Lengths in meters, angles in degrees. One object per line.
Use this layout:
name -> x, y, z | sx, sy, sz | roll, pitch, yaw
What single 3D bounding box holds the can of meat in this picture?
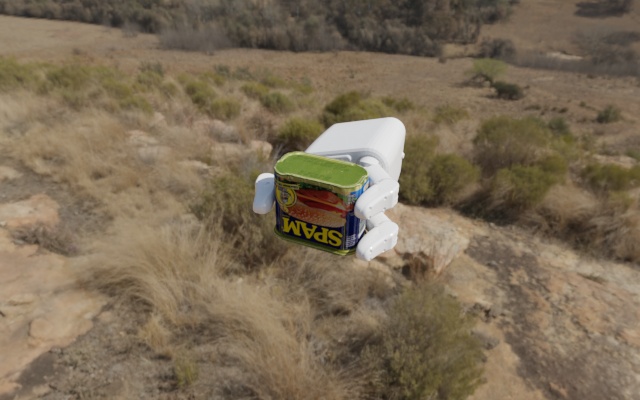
can of meat -> 0.000, 0.001, 0.508 | 0.102, 0.084, 0.057 | 14, 35, 19
